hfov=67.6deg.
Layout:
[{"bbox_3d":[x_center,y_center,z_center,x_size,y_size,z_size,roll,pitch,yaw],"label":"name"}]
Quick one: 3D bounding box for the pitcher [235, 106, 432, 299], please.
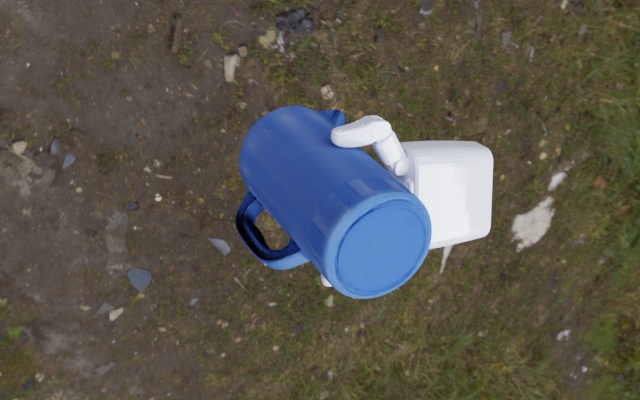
[{"bbox_3d":[0.000,0.002,0.507,0.145,0.149,0.242,-6,27,-22],"label":"pitcher"}]
